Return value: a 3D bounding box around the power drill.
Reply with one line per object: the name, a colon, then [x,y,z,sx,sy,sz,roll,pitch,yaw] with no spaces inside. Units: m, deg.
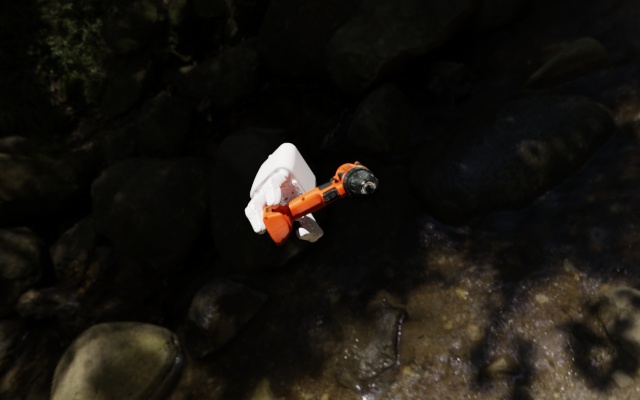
power drill: [0.000,0.003,0.769,0.187,0.057,0.184,-27,9,-1]
